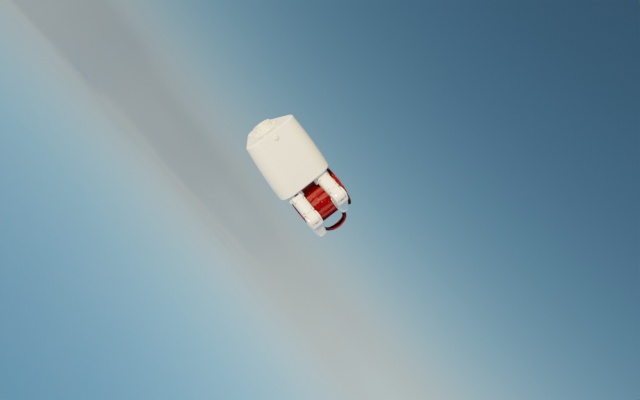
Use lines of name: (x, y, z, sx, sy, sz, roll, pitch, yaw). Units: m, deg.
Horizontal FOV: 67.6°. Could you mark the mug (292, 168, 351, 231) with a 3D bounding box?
mug: (0.001, 0.004, 0.848, 0.081, 0.117, 0.093, -38, 22, -9)
